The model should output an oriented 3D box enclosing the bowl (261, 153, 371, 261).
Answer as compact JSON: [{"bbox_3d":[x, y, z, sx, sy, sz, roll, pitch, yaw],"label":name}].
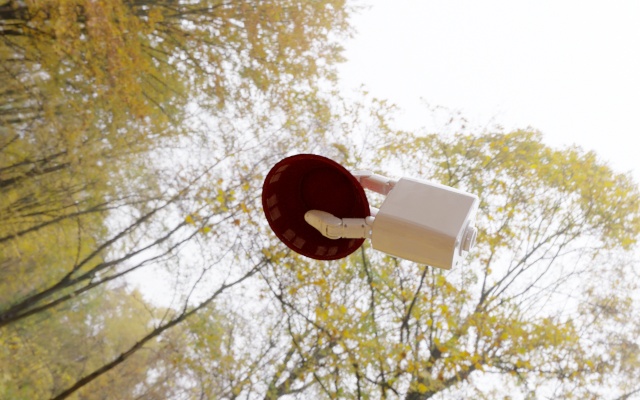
[{"bbox_3d":[-0.001,0.001,0.671,0.162,0.162,0.055,0,24,24],"label":"bowl"}]
